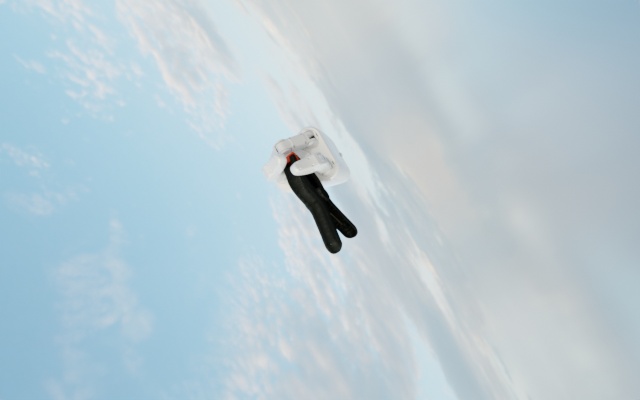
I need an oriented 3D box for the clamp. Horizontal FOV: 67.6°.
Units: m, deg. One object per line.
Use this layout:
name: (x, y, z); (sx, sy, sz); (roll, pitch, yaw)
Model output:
clamp: (-0.001, 0.003, 0.747); (0.039, 0.171, 0.120); (-32, -11, 13)
